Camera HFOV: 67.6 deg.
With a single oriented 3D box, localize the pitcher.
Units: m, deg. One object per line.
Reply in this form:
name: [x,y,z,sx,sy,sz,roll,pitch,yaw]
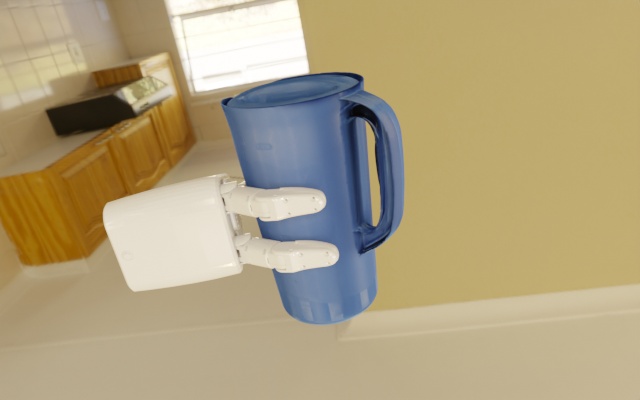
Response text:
pitcher: [0.000,0.002,0.477,0.145,0.243,0.149,-12,24,-4]
